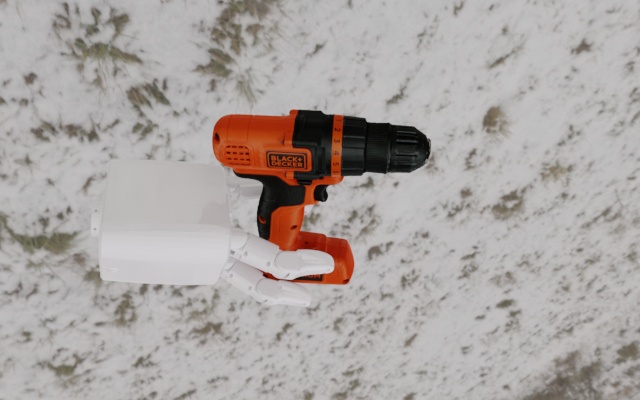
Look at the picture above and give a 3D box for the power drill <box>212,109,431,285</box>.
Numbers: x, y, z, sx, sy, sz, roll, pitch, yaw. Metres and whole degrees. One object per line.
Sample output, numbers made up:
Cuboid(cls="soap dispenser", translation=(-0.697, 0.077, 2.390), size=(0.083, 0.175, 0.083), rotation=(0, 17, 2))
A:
Cuboid(cls="power drill", translation=(0.000, 0.002, 0.453), size=(0.184, 0.188, 0.057), rotation=(5, 42, 4))
